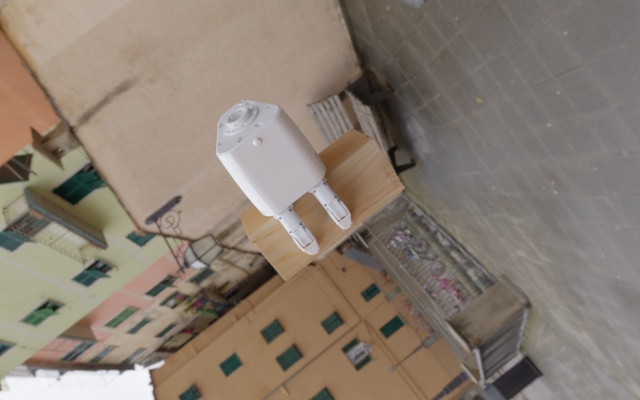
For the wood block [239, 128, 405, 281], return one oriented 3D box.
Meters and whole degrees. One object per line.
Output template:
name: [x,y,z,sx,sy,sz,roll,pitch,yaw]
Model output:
wood block: [0.000,0.002,0.668,0.206,0.090,0.090,-38,24,-2]
